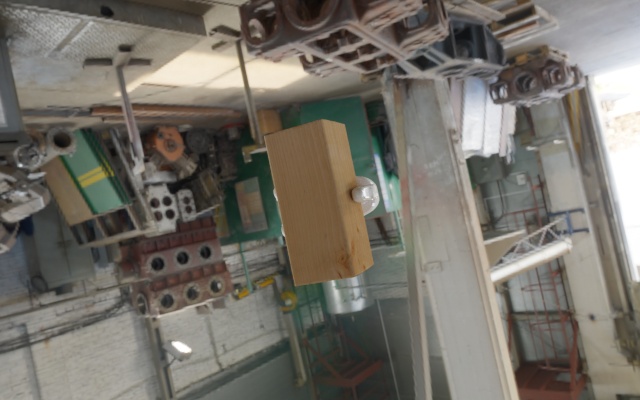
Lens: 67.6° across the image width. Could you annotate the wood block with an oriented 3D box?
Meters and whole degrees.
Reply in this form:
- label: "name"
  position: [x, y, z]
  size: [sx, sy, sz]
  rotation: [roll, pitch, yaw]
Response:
- label: "wood block"
  position: [0.001, 0.002, 0.660]
  size: [0.091, 0.206, 0.090]
  rotation: [-13, -1, 23]
